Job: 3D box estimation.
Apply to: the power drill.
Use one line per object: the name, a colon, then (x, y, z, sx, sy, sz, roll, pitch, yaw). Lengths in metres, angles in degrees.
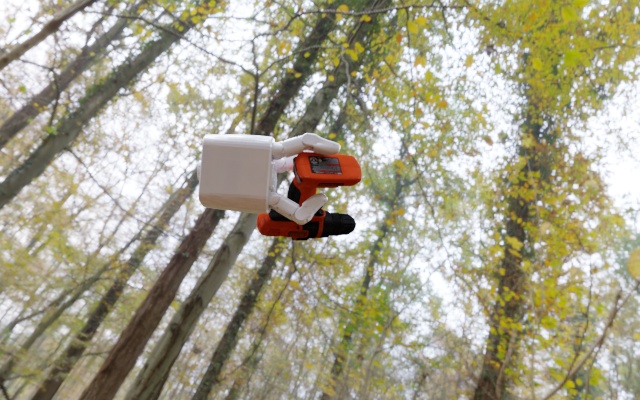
power drill: (0.000, 0.002, 0.800, 0.184, 0.057, 0.188, 1, -38, -23)
